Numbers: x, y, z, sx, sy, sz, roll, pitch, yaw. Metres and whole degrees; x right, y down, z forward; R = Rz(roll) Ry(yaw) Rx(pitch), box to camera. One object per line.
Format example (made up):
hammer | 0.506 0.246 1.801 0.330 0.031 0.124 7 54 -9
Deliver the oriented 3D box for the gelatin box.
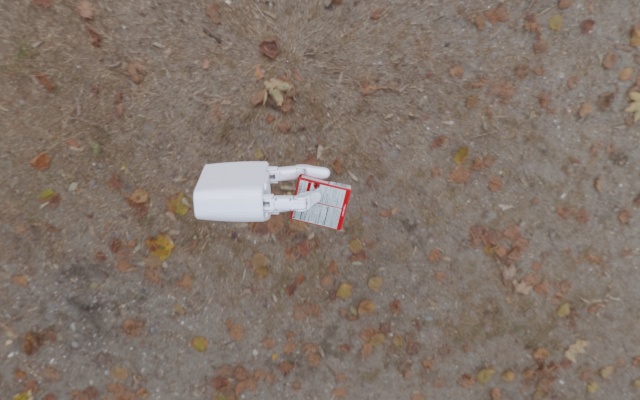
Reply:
gelatin box | 0.000 0.003 0.785 0.089 0.073 0.030 13 17 1
